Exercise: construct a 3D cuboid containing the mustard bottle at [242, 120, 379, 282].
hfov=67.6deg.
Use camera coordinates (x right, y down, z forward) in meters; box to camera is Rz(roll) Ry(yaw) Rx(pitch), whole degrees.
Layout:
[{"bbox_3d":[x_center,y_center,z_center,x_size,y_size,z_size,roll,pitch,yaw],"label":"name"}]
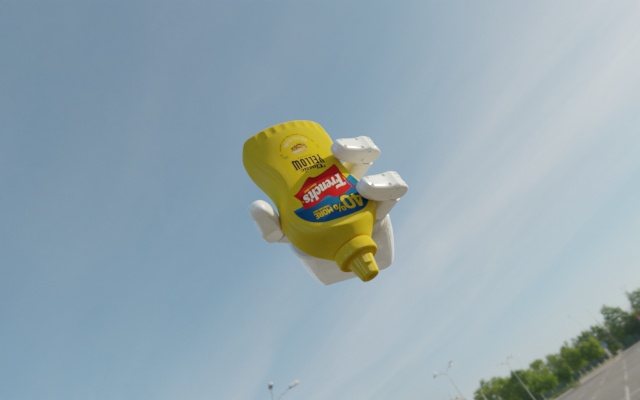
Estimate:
[{"bbox_3d":[0.000,0.001,0.482,0.096,0.191,0.058,-18,-34,-25],"label":"mustard bottle"}]
